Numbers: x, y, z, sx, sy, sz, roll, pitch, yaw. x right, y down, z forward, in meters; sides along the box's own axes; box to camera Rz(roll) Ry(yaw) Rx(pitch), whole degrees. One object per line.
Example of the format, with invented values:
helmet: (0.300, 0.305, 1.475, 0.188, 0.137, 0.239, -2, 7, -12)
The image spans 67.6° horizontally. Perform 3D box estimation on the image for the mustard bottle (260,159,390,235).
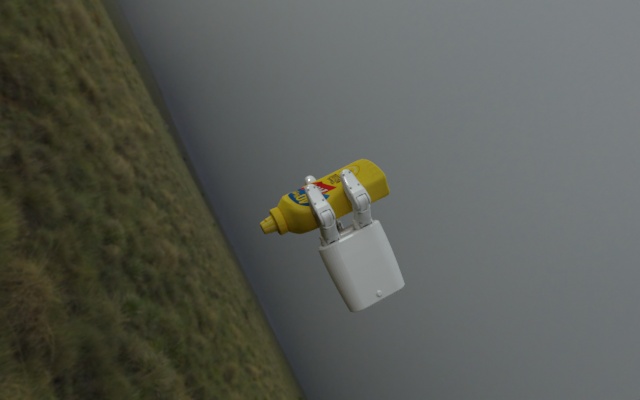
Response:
mustard bottle: (0.000, 0.002, 0.714, 0.191, 0.058, 0.096, -25, 27, -12)
